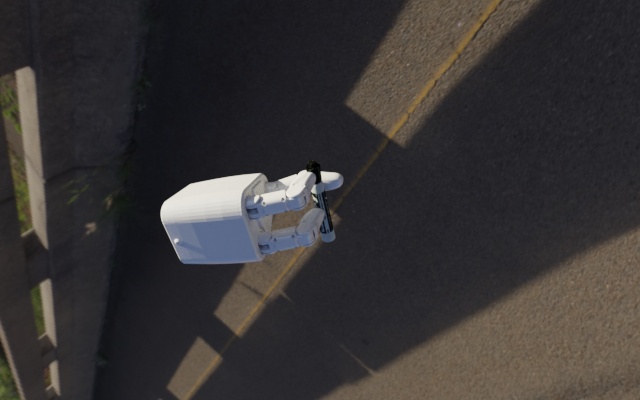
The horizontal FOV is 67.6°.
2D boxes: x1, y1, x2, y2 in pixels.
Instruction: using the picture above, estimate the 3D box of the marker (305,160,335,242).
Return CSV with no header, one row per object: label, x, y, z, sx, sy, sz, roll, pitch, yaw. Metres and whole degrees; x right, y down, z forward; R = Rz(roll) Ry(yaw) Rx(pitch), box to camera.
marker,0.000,0.002,0.621,0.020,0.121,0.020,-9,33,6
